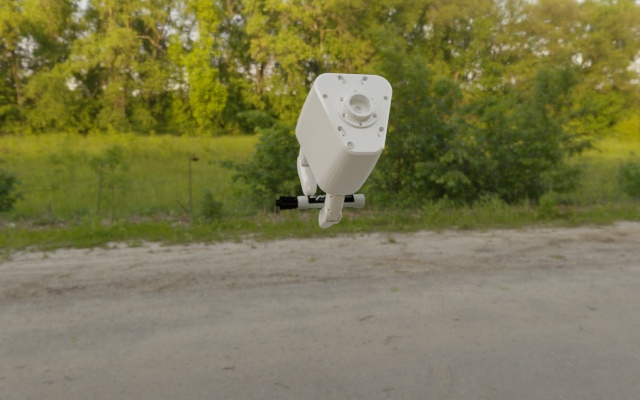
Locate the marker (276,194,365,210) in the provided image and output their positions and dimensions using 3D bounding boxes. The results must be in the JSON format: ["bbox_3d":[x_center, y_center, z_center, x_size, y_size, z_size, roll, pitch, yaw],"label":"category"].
[{"bbox_3d":[0.000,0.002,0.643,0.121,0.020,0.020,-1,0,-14],"label":"marker"}]
